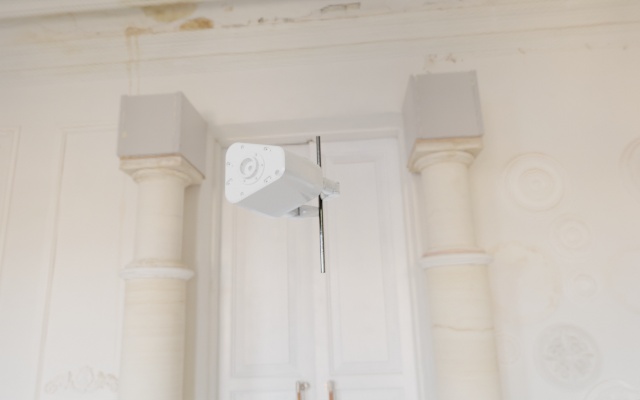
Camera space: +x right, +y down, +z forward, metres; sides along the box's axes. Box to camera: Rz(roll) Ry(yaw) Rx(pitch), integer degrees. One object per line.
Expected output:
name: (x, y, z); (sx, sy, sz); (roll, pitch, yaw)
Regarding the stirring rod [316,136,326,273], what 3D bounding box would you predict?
stirring rod: (0.000, 0.003, 0.815); (0.011, 0.239, 0.011); (-2, -15, -1)
